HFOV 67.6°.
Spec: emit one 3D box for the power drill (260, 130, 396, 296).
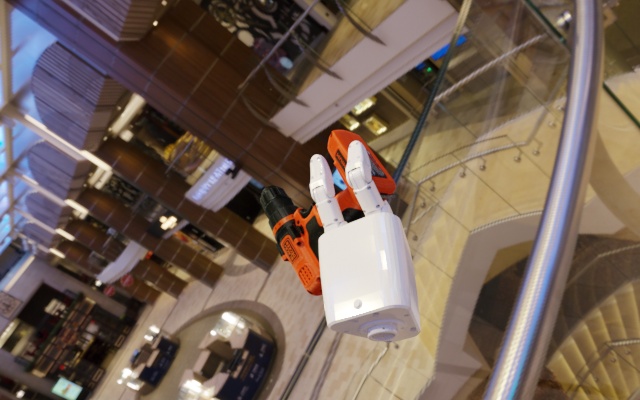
[{"bbox_3d":[0.000,0.002,0.625,0.057,0.184,0.188,0,-44,-44],"label":"power drill"}]
